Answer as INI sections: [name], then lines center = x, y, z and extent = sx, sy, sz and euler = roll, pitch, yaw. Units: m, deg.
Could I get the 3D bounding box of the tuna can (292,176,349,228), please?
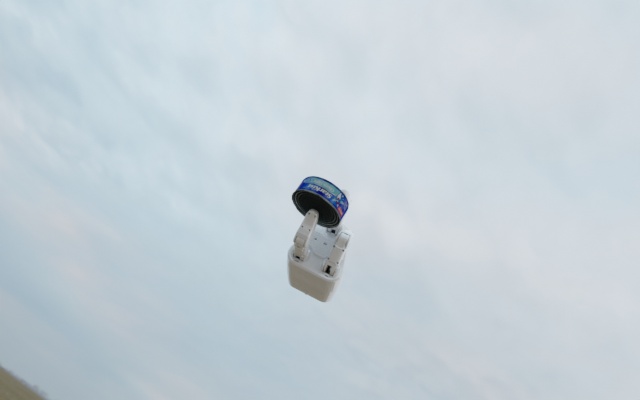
[tuna can]
center = 0.000, 0.002, 0.738
extent = 0.086, 0.033, 0.086
euler = 26, -30, 16
